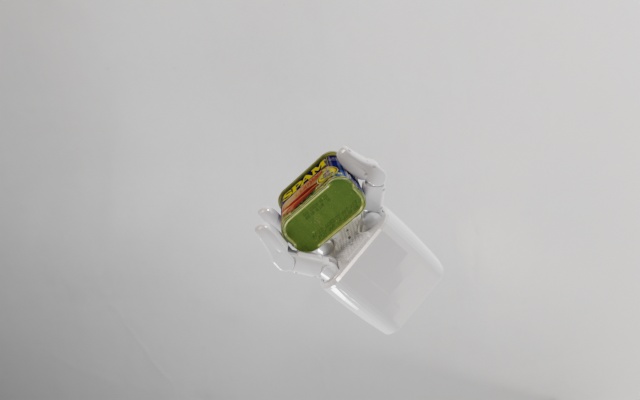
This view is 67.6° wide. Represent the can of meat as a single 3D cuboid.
[{"bbox_3d":[0.000,0.002,0.541,0.102,0.057,0.084,-41,20,12],"label":"can of meat"}]
